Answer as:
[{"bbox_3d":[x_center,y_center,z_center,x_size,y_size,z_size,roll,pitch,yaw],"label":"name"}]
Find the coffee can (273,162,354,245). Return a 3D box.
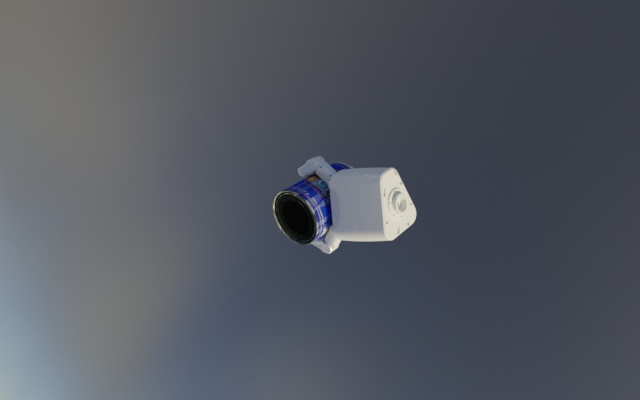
[{"bbox_3d":[0.000,0.003,0.848,0.103,0.103,0.140,0,23,44],"label":"coffee can"}]
